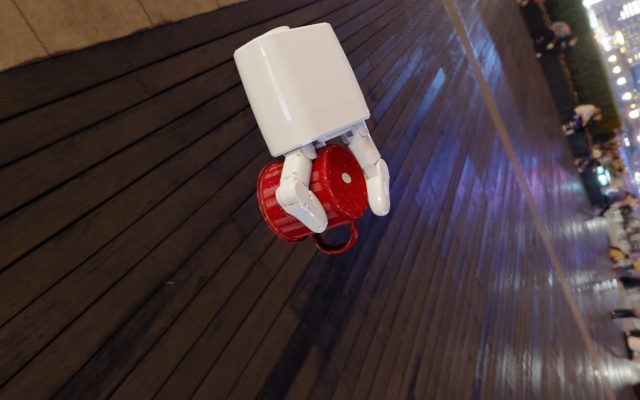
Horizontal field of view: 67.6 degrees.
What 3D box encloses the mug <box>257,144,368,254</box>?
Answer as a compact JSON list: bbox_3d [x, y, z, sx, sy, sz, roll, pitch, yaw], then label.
[{"bbox_3d":[0.001,0.003,0.498,0.081,0.117,0.093,-19,9,34],"label":"mug"}]
